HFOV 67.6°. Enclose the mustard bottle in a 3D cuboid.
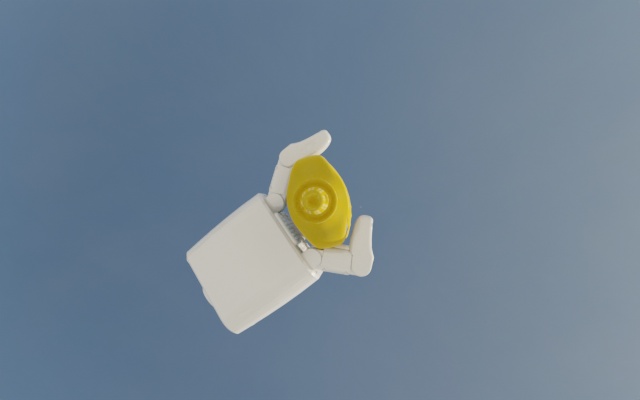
[{"bbox_3d":[0.000,0.002,0.504,0.058,0.096,0.191,-13,-2,5],"label":"mustard bottle"}]
